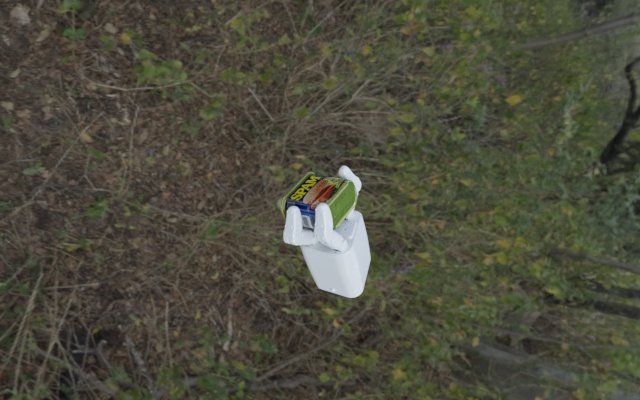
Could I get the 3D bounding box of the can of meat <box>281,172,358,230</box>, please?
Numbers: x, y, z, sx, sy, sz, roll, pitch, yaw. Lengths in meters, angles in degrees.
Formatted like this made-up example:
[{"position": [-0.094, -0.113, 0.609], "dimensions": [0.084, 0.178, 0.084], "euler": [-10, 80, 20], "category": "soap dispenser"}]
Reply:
[{"position": [0.000, 0.002, 0.773], "dimensions": [0.084, 0.057, 0.102], "euler": [10, 41, 33], "category": "can of meat"}]
